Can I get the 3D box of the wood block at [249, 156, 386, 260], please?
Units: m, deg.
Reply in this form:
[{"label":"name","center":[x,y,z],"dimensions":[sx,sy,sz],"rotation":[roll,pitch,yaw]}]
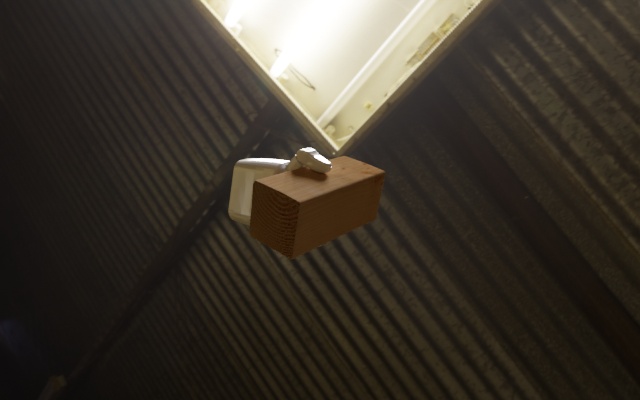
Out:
[{"label":"wood block","center":[0.000,0.002,0.730],"dimensions":[0.090,0.091,0.206],"rotation":[25,30,33]}]
